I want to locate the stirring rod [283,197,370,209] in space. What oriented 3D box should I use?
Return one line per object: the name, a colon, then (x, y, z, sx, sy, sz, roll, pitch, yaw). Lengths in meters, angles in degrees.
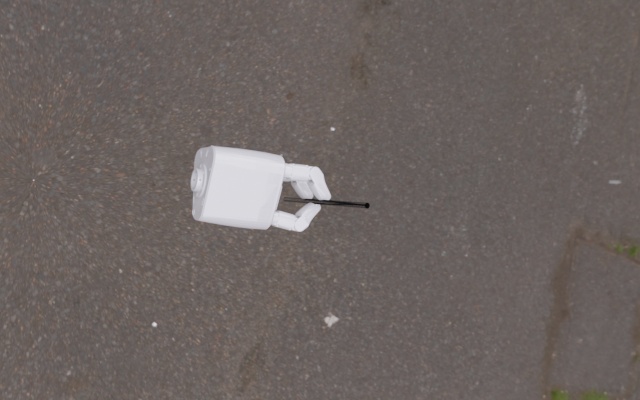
stirring rod: (0.000, 0.002, 0.735, 0.011, 0.011, 0.239, 0, 2, -31)
